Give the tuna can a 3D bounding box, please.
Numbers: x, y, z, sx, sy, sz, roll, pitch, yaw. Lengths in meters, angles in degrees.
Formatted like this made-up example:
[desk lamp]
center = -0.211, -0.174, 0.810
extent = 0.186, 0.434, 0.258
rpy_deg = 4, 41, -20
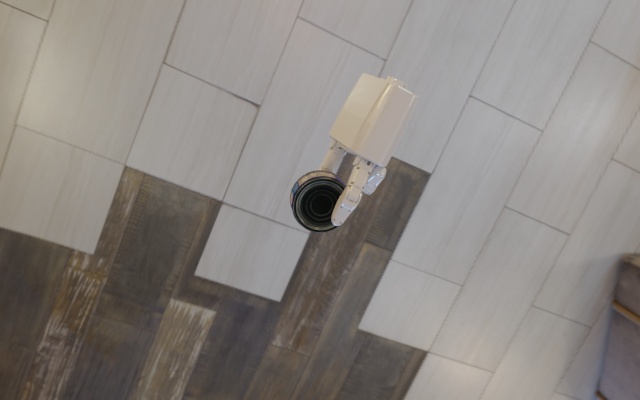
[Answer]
[tuna can]
center = 0.000, 0.002, 0.682
extent = 0.086, 0.086, 0.033
rpy_deg = 0, 20, -8
